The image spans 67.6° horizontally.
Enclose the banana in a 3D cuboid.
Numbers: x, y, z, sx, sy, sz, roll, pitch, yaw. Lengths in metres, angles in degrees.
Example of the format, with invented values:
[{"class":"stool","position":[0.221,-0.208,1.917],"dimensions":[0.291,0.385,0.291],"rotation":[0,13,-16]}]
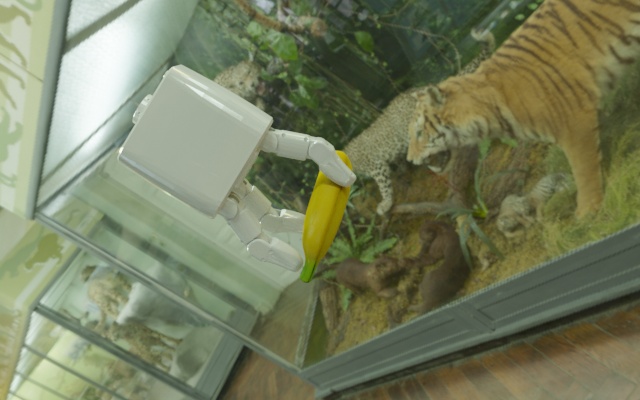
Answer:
[{"class":"banana","position":[0.008,-0.007,0.523],"dimensions":[0.037,0.197,0.070],"rotation":[28,-47,-9]}]
